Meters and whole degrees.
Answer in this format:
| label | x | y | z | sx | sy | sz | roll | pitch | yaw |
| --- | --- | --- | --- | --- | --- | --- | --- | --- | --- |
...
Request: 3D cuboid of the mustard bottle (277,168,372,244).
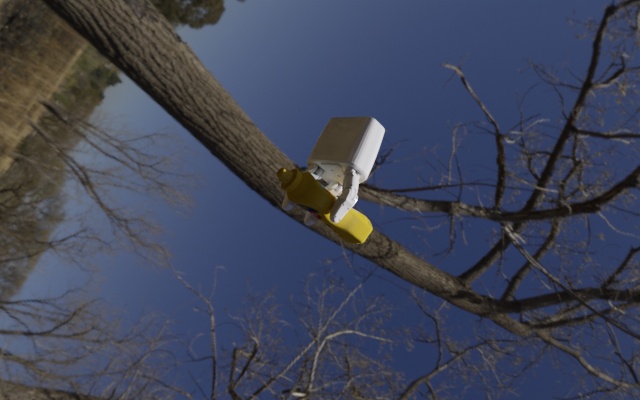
| label | x | y | z | sx | sy | sz | roll | pitch | yaw |
| --- | --- | --- | --- | --- | --- | --- | --- | --- | --- |
| mustard bottle | 0.000 | 0.003 | 0.828 | 0.192 | 0.058 | 0.096 | 38 | -3 | -30 |
